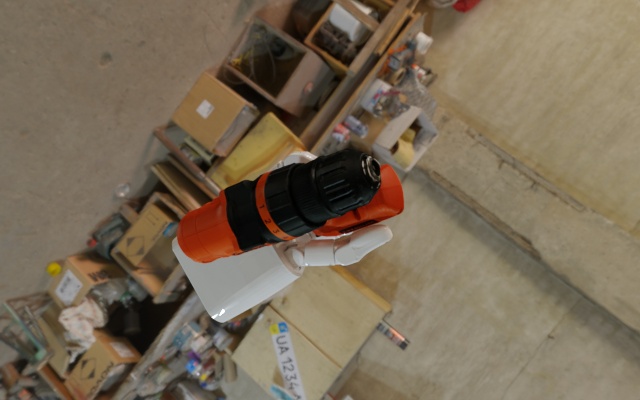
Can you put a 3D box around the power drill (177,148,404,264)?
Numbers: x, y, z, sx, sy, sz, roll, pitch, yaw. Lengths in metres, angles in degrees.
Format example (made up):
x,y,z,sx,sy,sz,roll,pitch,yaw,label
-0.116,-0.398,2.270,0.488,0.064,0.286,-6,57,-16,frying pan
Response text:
x,y,z,sx,sy,sz,roll,pitch,yaw,label
0.000,0.001,0.410,0.184,0.057,0.187,-18,-8,33,power drill
